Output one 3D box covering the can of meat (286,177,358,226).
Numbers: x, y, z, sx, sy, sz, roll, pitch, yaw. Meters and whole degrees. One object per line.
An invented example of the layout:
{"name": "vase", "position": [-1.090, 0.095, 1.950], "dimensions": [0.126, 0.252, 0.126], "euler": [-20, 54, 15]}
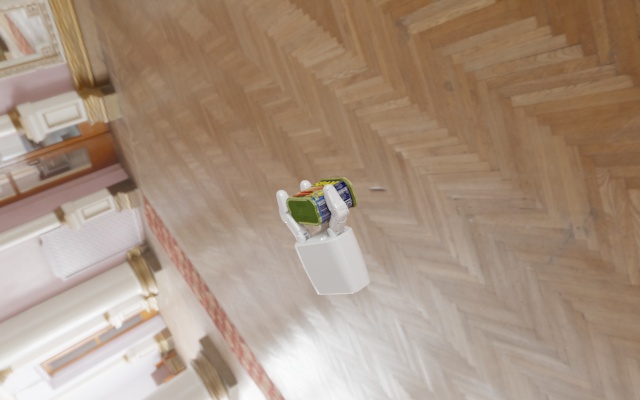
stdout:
{"name": "can of meat", "position": [0.000, 0.003, 0.839], "dimensions": [0.084, 0.057, 0.102], "euler": [-29, 16, -29]}
